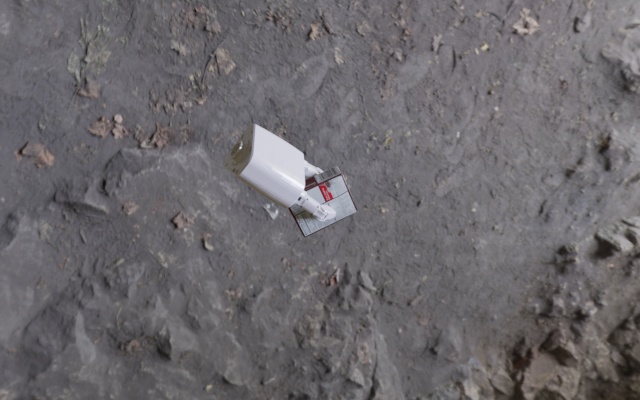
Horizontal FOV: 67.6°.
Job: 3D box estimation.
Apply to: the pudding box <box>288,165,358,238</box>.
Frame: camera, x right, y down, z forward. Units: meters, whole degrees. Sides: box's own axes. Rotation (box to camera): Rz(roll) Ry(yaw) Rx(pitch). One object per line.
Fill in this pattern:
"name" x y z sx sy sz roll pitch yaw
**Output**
"pudding box" 0.000 0.003 0.855 0.113 0.090 0.039 -25 32 0
